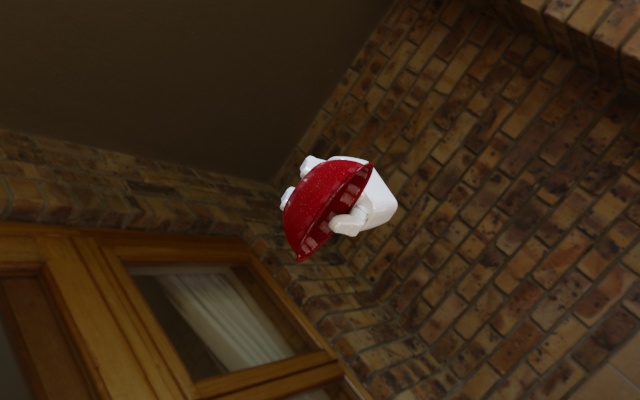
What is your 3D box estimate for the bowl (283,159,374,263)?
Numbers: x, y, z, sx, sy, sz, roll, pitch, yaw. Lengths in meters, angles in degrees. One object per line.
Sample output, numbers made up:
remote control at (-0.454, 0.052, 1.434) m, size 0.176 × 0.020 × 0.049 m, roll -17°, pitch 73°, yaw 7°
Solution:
bowl at (-0.001, 0.002, 0.625) m, size 0.055 × 0.162 × 0.162 m, roll 37°, pitch 9°, yaw 12°
